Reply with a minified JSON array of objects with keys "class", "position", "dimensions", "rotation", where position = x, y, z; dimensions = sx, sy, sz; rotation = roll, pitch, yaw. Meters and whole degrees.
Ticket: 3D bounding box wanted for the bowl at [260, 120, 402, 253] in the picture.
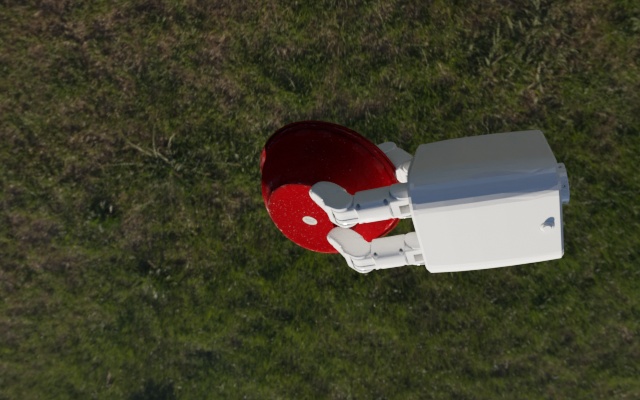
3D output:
[{"class":"bowl","position":[-0.001,0.002,0.485],"dimensions":[0.162,0.162,0.055],"rotation":[0,40,29]}]
